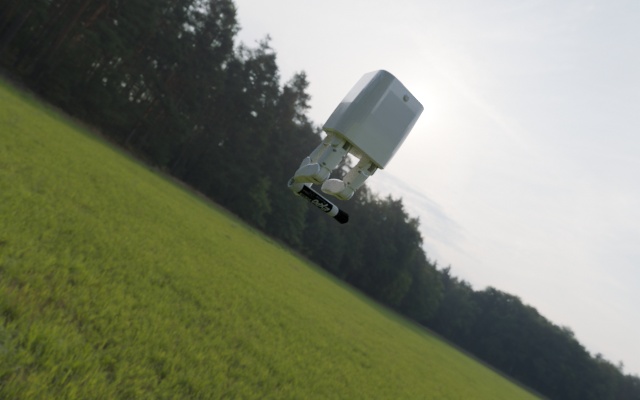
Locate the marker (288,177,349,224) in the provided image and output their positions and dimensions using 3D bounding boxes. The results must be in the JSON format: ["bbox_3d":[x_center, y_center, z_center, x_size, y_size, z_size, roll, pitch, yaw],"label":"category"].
[{"bbox_3d":[0.000,0.002,0.715,0.121,0.020,0.020,35,-21,-33],"label":"marker"}]
